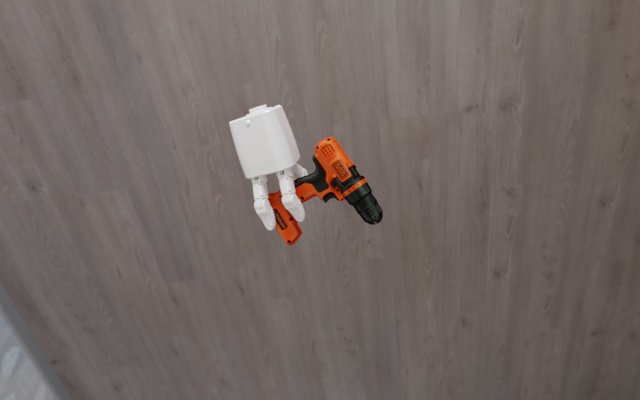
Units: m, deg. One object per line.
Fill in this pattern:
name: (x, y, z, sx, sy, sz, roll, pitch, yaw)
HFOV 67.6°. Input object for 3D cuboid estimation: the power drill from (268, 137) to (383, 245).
power drill: (0.000, 0.003, 0.893, 0.187, 0.184, 0.057, -34, -5, 7)
